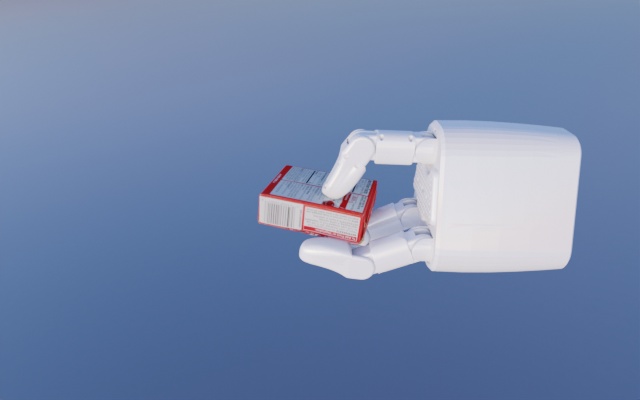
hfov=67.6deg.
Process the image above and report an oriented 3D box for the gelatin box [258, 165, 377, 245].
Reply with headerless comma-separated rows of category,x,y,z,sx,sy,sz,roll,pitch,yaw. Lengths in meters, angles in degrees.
gelatin box,0.000,0.001,0.409,0.089,0.030,0.073,11,26,9
